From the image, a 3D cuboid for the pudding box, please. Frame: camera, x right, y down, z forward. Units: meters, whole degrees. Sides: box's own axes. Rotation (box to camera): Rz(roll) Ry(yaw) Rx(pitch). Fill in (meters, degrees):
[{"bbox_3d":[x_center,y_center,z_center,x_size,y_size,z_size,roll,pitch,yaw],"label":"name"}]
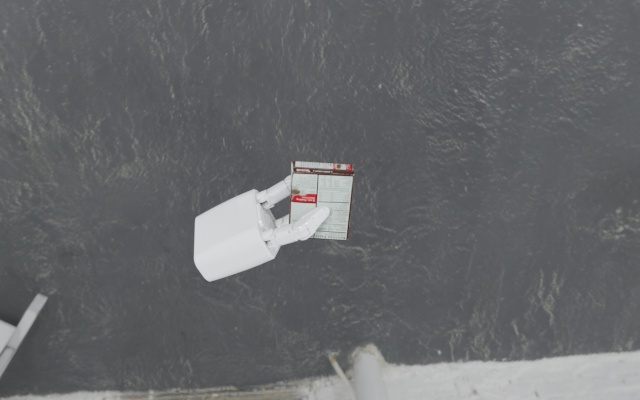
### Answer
[{"bbox_3d":[0.000,0.002,0.693,0.090,0.114,0.039,3,30,-3],"label":"pudding box"}]
